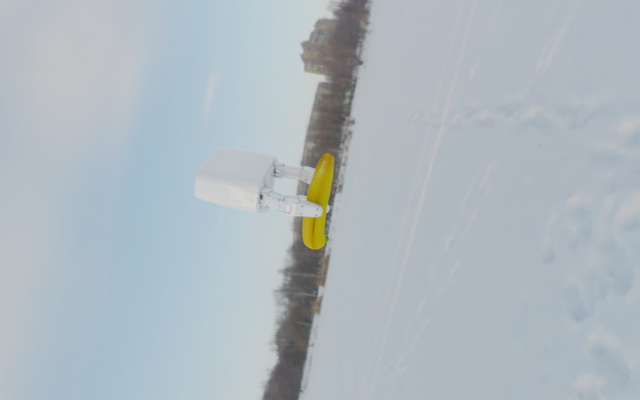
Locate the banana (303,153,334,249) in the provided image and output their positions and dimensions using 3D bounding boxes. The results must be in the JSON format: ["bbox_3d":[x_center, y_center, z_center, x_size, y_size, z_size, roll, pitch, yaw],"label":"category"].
[{"bbox_3d":[-0.005,0.017,0.772,0.037,0.198,0.069,13,44,9],"label":"banana"}]
